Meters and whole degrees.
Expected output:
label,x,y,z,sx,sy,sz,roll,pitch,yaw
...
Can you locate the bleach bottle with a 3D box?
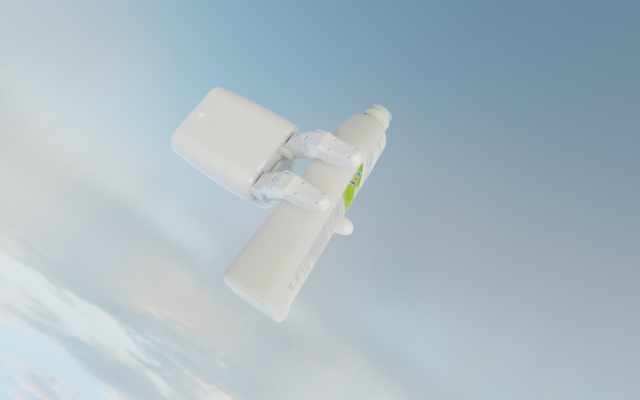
label,x,y,z,sx,sy,sz,roll,pitch,yaw
bleach bottle,0.000,0.002,0.508,0.068,0.250,0.103,31,-19,12
